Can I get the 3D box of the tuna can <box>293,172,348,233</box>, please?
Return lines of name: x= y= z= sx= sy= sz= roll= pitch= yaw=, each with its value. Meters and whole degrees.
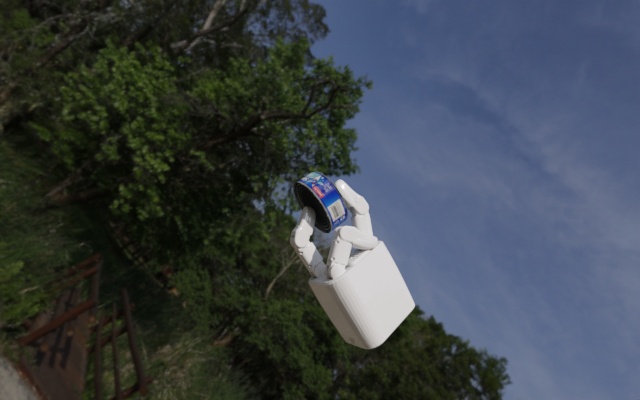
tuna can: x=0.001 y=0.002 z=0.678 sx=0.033 sy=0.086 sz=0.086 roll=-35 pitch=13 yaw=-20
